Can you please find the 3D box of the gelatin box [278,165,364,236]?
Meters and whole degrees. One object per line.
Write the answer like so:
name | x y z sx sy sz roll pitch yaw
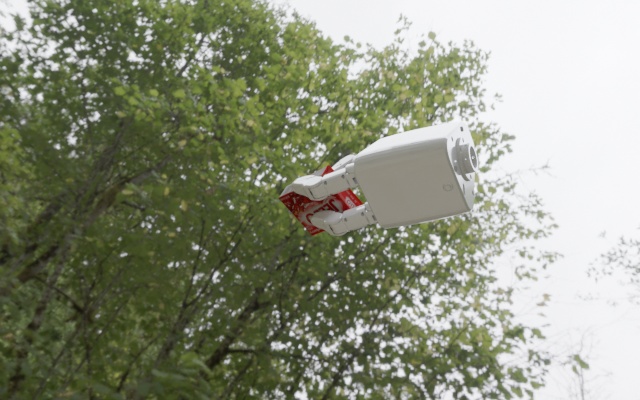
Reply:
gelatin box | 0.000 0.002 0.624 0.089 0.073 0.030 -24 25 42
